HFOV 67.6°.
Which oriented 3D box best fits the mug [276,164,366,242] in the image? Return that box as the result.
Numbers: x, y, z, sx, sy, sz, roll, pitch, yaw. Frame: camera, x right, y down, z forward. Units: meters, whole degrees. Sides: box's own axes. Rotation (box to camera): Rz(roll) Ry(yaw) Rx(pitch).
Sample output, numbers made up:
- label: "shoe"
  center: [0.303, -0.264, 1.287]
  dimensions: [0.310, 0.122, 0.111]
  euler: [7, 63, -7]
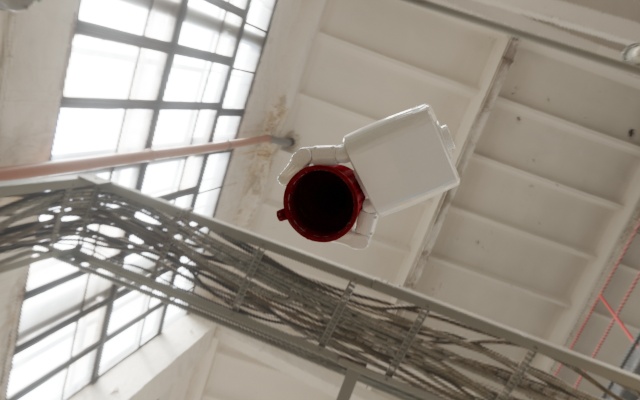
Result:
- label: "mug"
  center: [-0.001, 0.003, 0.604]
  dimensions: [0.117, 0.093, 0.081]
  euler: [-21, 3, 19]
